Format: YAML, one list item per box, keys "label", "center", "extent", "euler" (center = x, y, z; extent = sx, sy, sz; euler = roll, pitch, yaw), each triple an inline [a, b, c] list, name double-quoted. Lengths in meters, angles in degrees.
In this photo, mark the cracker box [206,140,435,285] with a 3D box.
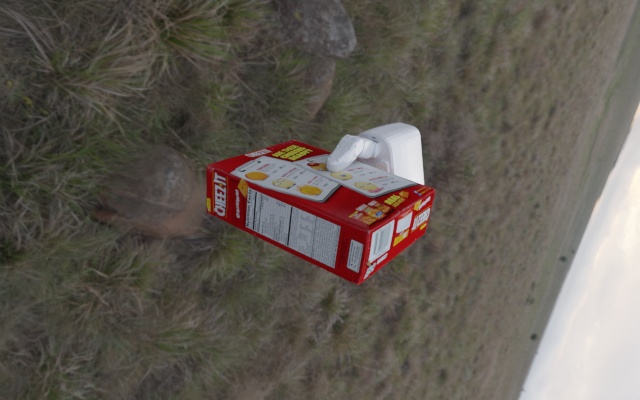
- label: "cracker box"
  center: [0.000, 0.002, 0.557]
  extent: [0.213, 0.072, 0.164]
  euler: [21, 27, 28]
